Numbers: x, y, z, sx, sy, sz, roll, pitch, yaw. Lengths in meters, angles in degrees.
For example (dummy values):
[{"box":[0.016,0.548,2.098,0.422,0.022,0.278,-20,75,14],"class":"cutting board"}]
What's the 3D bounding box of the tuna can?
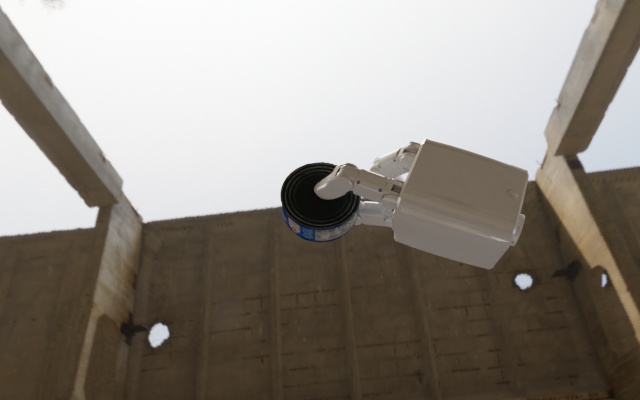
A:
[{"box":[0.000,0.002,0.519,0.086,0.086,0.034,0,-34,0],"class":"tuna can"}]
